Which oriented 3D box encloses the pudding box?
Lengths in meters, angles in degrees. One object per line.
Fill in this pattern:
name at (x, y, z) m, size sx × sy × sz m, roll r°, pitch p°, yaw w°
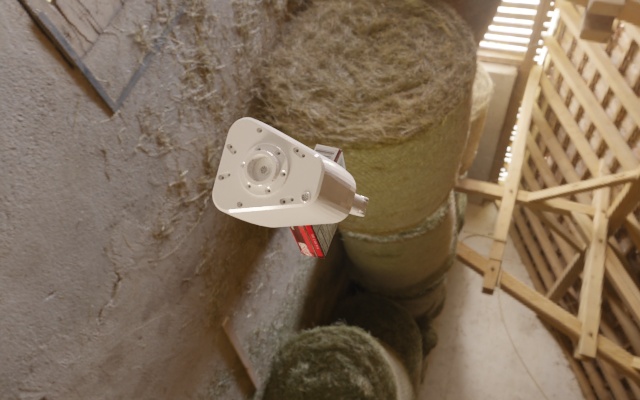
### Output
pudding box at (0.000, 0.002, 0.592) m, size 0.039 × 0.113 × 0.090 m, roll 13°, pitch -32°, yaw 22°
